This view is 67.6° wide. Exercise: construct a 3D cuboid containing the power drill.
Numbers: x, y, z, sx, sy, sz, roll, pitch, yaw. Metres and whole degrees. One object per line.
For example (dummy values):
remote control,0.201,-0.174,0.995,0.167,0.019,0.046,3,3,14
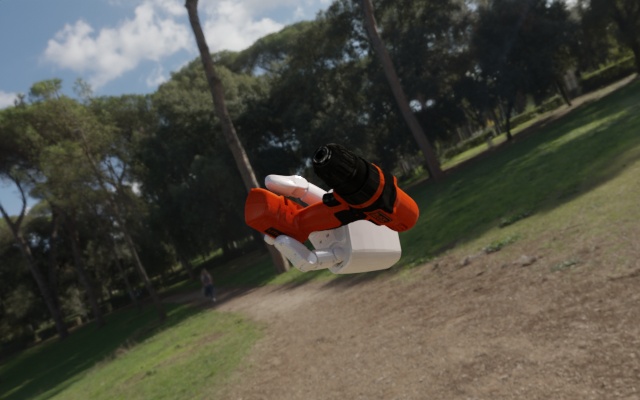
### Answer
power drill,0.000,0.002,0.575,0.187,0.057,0.184,-12,-31,36
